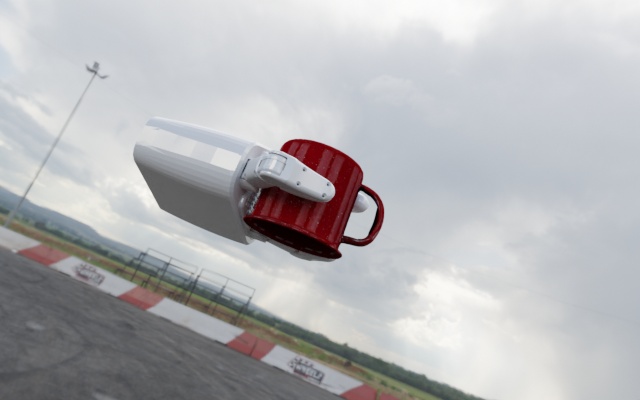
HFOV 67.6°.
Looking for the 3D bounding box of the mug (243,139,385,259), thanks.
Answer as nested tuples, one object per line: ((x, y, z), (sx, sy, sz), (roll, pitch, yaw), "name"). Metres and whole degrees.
((0.001, 0.002, 0.426), (0.117, 0.081, 0.093), (18, -16, 13), "mug")
